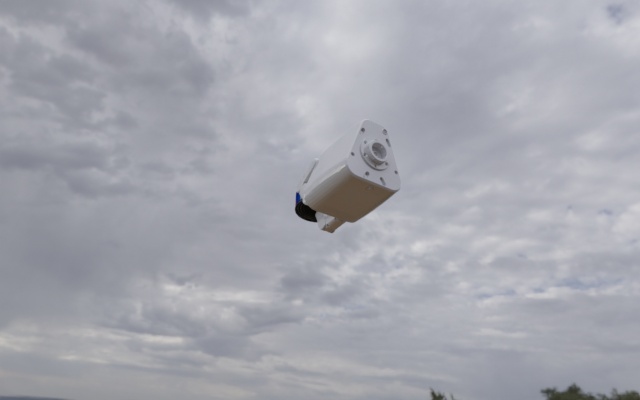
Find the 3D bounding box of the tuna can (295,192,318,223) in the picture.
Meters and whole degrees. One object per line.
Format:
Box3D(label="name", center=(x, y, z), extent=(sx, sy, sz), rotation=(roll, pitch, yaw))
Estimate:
Box3D(label="tuna can", center=(0.000, 0.002, 0.800), extent=(0.086, 0.033, 0.086), rotation=(0, -31, 0))
